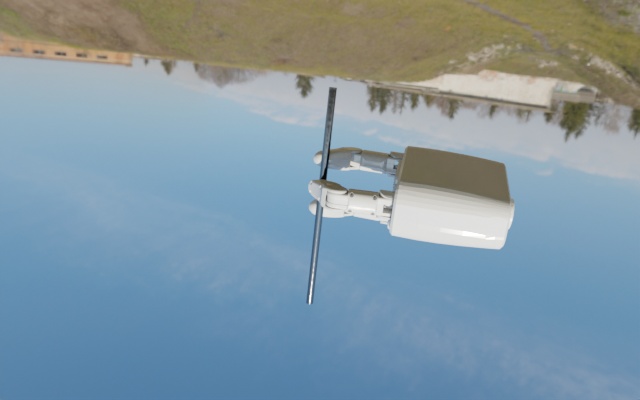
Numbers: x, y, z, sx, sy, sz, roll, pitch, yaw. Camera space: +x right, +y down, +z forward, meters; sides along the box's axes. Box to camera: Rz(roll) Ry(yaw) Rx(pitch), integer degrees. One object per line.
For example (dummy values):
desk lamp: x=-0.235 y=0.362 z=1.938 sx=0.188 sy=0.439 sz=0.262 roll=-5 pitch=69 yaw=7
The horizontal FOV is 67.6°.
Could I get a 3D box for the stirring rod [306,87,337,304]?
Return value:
stirring rod: x=0.000 y=0.002 z=0.512 sx=0.011 sy=0.239 sz=0.011 roll=6 pitch=16 yaw=-2
